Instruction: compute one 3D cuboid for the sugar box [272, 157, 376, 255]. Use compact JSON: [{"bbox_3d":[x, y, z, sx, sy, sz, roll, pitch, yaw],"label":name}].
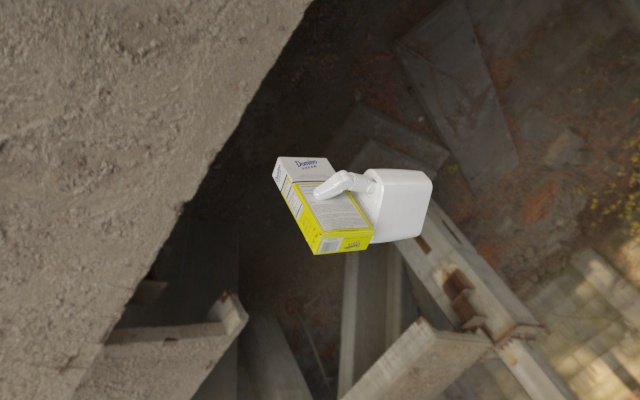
[{"bbox_3d":[0.000,0.003,0.731,0.093,0.048,0.176,-1,40,-30],"label":"sugar box"}]
